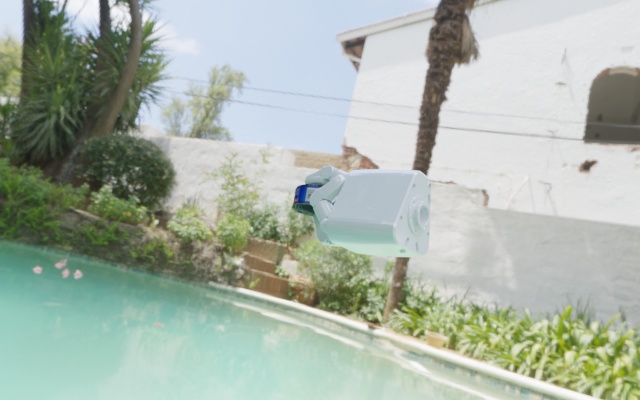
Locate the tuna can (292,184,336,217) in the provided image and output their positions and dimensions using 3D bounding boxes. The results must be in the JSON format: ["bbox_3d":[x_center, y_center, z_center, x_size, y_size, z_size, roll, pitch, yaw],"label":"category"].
[{"bbox_3d":[0.000,0.002,0.748,0.086,0.033,0.086,9,-14,2],"label":"tuna can"}]
